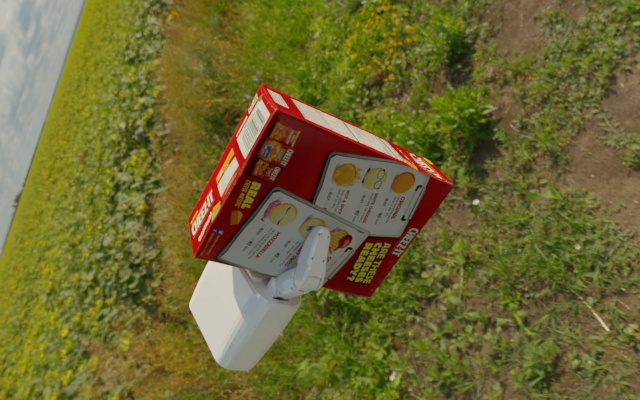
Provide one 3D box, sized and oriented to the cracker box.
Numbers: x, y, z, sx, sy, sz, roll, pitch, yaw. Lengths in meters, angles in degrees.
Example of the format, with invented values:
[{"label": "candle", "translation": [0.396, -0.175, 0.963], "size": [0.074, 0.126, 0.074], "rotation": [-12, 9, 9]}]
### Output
[{"label": "cracker box", "translation": [0.000, 0.002, 0.482], "size": [0.214, 0.164, 0.072], "rotation": [18, 26, -31]}]
